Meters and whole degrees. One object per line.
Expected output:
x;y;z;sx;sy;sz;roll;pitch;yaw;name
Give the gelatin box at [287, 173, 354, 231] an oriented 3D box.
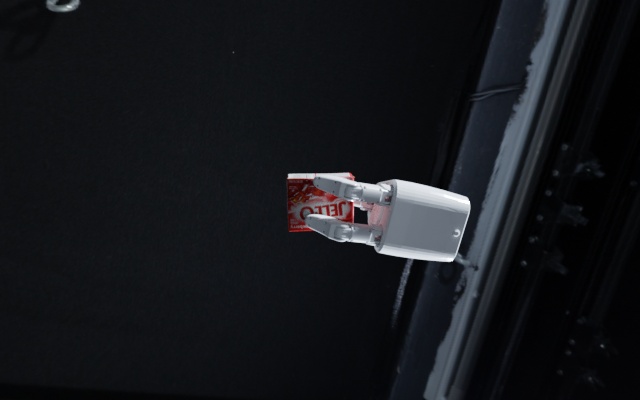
0.000;0.002;0.639;0.089;0.073;0.030;-1;16;-2;gelatin box
